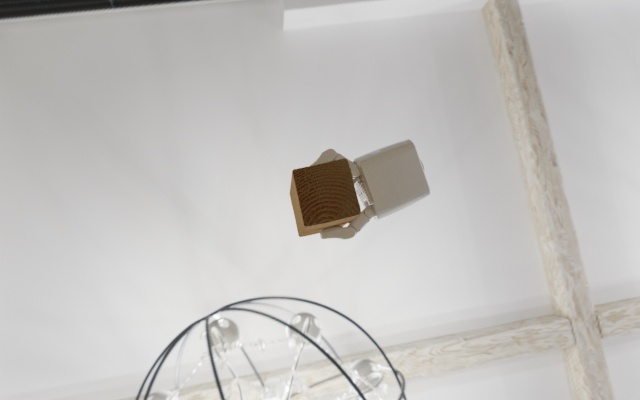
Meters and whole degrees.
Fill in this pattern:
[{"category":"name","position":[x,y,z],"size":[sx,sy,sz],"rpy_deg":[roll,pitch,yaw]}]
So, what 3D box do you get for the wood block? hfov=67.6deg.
[{"category":"wood block","position":[0.001,0.003,0.814],"size":[0.090,0.091,0.206],"rpy_deg":[-13,-8,-6]}]
